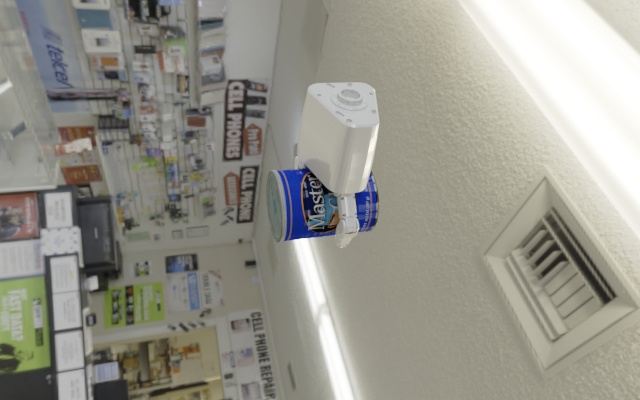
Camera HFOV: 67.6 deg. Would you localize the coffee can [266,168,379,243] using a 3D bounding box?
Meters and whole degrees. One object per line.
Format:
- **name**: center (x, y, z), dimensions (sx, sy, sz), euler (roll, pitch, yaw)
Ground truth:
- **coffee can**: center (0.000, 0.002, 0.693), dimensions (0.140, 0.103, 0.103), euler (-5, 1, -17)
